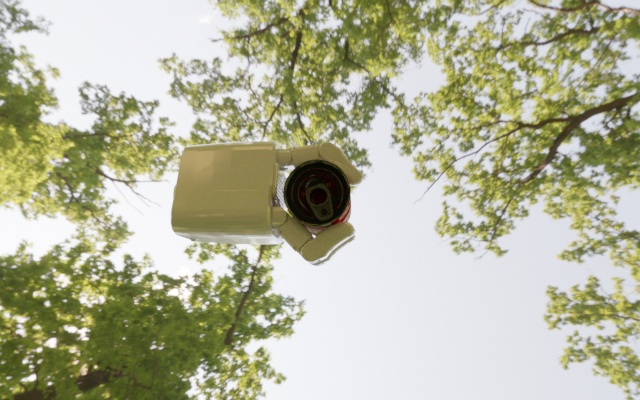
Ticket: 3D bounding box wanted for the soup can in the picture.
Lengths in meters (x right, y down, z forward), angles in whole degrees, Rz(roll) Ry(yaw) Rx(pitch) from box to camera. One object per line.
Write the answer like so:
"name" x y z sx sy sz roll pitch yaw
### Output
"soup can" 0.001 0.002 0.524 0.068 0.068 0.102 0 -11 4
